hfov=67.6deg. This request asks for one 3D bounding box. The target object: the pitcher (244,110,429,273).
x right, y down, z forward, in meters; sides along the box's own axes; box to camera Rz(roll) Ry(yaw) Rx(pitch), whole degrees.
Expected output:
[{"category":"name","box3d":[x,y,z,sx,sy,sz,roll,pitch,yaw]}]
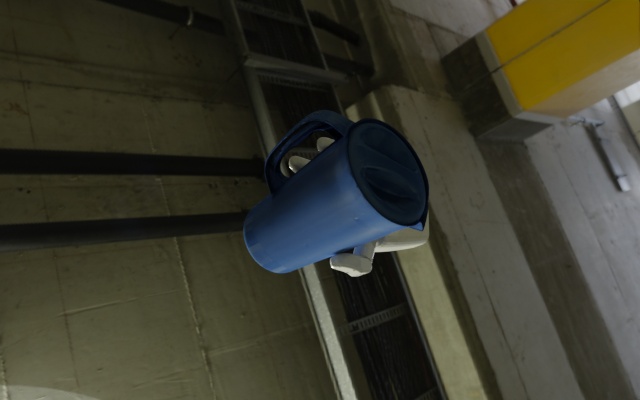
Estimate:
[{"category":"pitcher","box3d":[0.000,0.002,0.607,0.145,0.149,0.243,4,-25,-42]}]
